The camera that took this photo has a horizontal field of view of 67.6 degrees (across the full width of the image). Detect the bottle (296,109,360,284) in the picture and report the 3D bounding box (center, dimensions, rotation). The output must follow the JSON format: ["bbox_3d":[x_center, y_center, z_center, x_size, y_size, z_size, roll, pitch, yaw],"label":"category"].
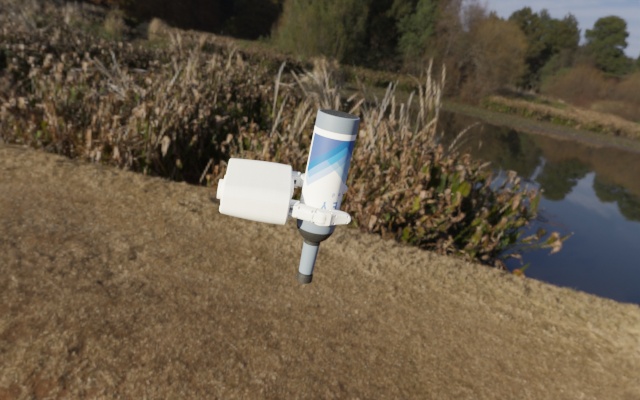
[{"bbox_3d":[0.000,0.002,0.787,0.069,0.296,0.069,11,19,-4],"label":"bottle"}]
